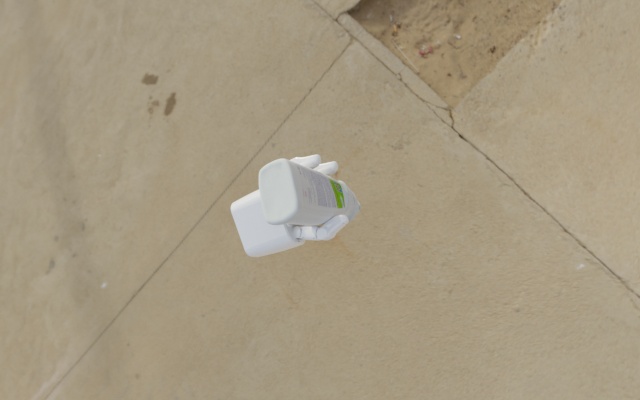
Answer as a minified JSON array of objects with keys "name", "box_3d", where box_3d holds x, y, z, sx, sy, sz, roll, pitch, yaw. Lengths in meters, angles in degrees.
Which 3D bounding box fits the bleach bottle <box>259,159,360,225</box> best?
[{"name":"bleach bottle","box_3d":[0.000,0.003,0.816,0.068,0.102,0.251,-22,-19,28]}]
